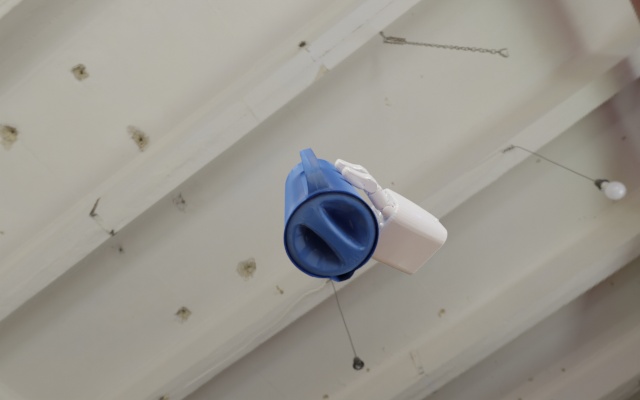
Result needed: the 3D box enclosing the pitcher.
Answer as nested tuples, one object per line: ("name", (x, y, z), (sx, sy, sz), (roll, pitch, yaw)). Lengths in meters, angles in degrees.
("pitcher", (0.000, 0.003, 0.758), (0.145, 0.149, 0.242), (25, 14, -15))
